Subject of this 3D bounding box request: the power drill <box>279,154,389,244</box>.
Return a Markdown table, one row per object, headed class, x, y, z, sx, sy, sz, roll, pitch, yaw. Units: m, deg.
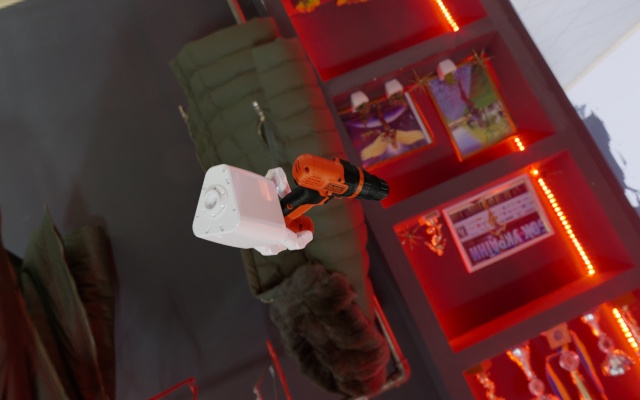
| class | x | y | z | sx | sy | sz | roll | pitch | yaw |
| --- | --- | --- | --- | --- | --- | --- | --- | --- | --- |
| power drill | 0.000 | 0.003 | 0.807 | 0.184 | 0.057 | 0.188 | 16 | -44 | -33 |
